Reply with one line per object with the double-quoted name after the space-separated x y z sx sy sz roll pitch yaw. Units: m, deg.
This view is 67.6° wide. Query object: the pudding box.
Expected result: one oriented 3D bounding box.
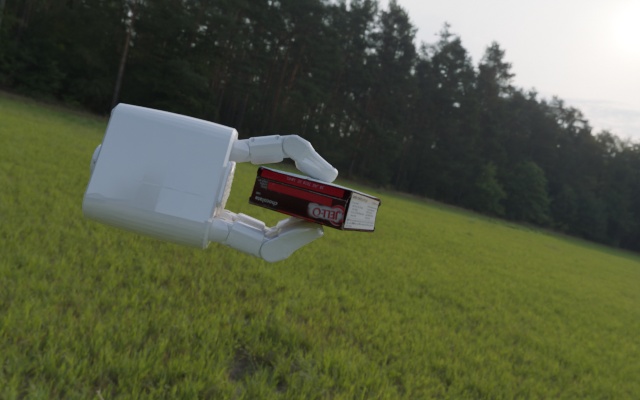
0.000 0.001 0.445 0.090 0.039 0.113 16 3 20 "pudding box"
